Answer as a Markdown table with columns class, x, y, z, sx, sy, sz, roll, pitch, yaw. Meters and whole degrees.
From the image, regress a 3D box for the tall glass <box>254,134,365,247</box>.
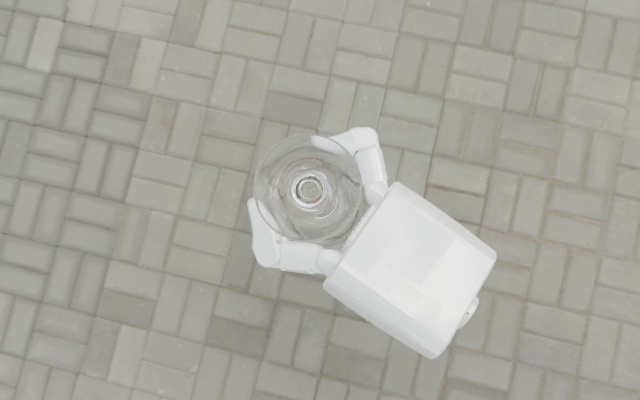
| class | x | y | z | sx | sy | sz | roll | pitch | yaw |
| --- | --- | --- | --- | --- | --- | --- | --- | --- | --- |
| tall glass | 0.000 | 0.001 | 0.420 | 0.079 | 0.079 | 0.201 | 0 | -6 | 5 |
